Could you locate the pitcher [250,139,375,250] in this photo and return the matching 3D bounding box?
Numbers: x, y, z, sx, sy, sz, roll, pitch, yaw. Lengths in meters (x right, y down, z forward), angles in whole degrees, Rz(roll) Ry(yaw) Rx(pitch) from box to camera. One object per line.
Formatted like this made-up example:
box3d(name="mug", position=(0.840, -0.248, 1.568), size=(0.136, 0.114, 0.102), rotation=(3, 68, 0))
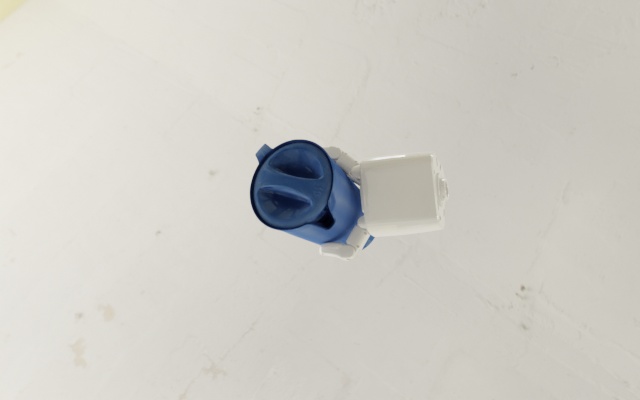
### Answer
box3d(name="pitcher", position=(0.000, 0.003, 0.760), size=(0.145, 0.149, 0.243), rotation=(-6, -19, 24))
